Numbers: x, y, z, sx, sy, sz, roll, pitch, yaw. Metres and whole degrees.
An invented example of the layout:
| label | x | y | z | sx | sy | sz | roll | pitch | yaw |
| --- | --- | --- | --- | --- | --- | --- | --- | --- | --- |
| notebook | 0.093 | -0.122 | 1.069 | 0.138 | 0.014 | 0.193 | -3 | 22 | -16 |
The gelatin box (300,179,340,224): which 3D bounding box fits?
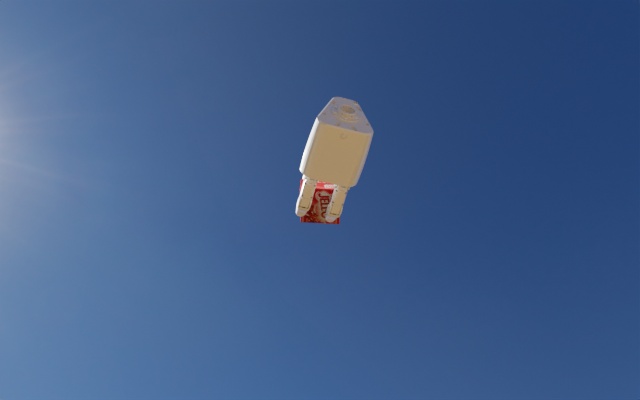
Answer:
| label | x | y | z | sx | sy | sz | roll | pitch | yaw |
| --- | --- | --- | --- | --- | --- | --- | --- | --- | --- |
| gelatin box | 0.000 | 0.003 | 0.870 | 0.073 | 0.089 | 0.030 | 3 | 43 | 2 |
